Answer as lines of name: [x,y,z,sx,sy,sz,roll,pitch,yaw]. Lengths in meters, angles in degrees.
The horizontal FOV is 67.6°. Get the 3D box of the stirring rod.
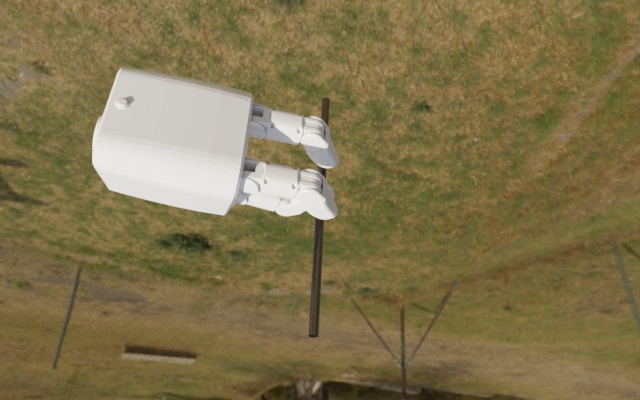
stirring rod: [0.000,0.001,0.432,0.011,0.239,0.011,2,-29,1]
